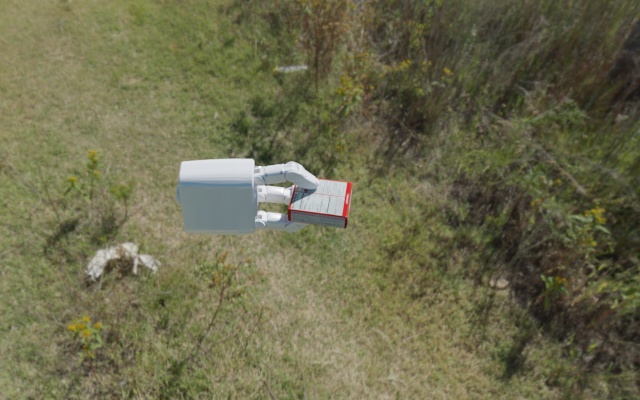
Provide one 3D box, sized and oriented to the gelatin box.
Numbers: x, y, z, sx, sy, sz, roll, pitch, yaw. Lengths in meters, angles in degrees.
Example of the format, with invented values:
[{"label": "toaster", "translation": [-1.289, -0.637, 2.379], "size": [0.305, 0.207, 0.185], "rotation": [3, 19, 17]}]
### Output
[{"label": "gelatin box", "translation": [0.000, 0.002, 0.721], "size": [0.089, 0.073, 0.030], "rotation": [7, -43, 5]}]
